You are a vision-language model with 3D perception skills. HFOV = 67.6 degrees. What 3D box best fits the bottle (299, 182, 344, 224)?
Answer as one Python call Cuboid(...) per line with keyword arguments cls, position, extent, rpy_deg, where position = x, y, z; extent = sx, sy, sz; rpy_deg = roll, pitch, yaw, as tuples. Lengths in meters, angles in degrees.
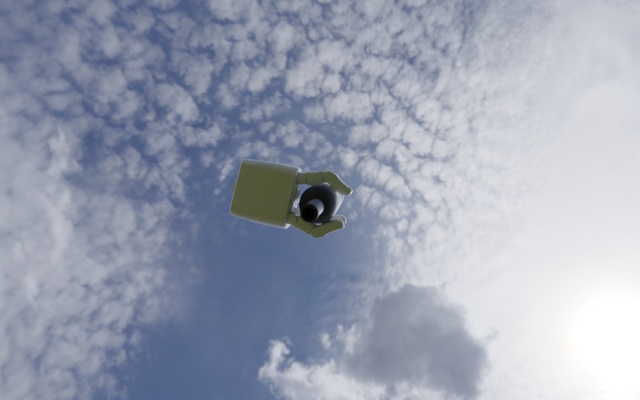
Cuboid(cls="bottle", position=(0.000, 0.003, 0.862), extent=(0.069, 0.069, 0.295), rpy_deg=(0, 7, 7))
